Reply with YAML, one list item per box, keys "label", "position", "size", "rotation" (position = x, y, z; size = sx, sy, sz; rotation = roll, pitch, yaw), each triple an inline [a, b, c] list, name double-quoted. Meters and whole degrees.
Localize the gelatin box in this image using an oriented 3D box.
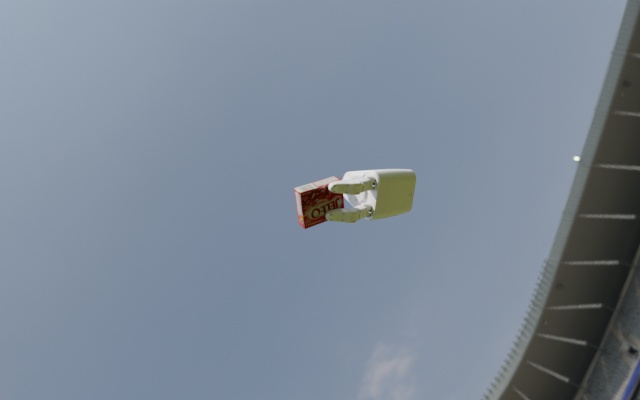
- label: "gelatin box"
  position: [0.000, 0.003, 0.872]
  size: [0.089, 0.073, 0.030]
  rotation: [-18, 28, -24]
